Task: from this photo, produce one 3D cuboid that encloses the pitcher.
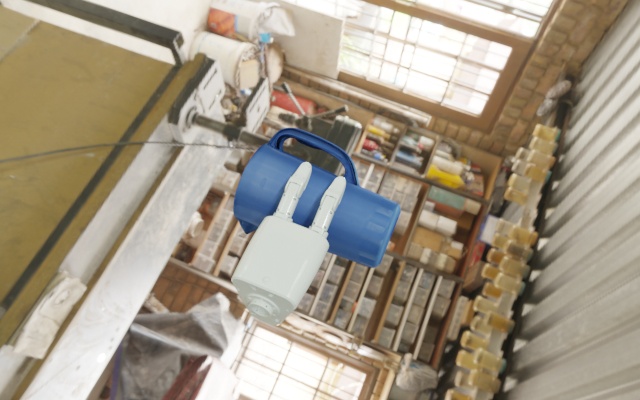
[{"bbox_3d":[0.000,0.003,0.749,0.243,0.145,0.149,22,-38,9],"label":"pitcher"}]
